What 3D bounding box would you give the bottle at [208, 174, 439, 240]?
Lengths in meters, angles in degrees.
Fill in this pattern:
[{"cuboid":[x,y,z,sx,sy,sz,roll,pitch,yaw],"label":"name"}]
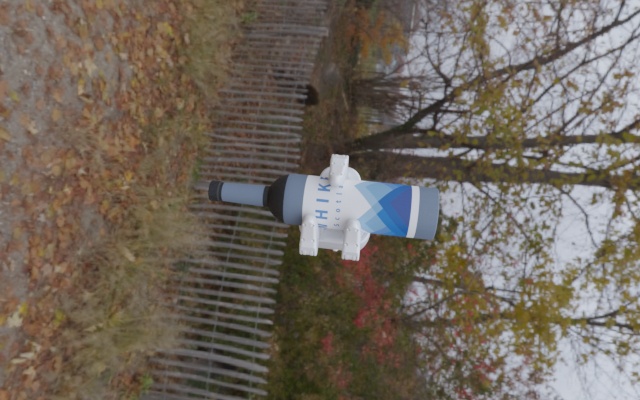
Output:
[{"cuboid":[0.000,0.002,0.623,0.296,0.069,0.069,6,0,5],"label":"bottle"}]
